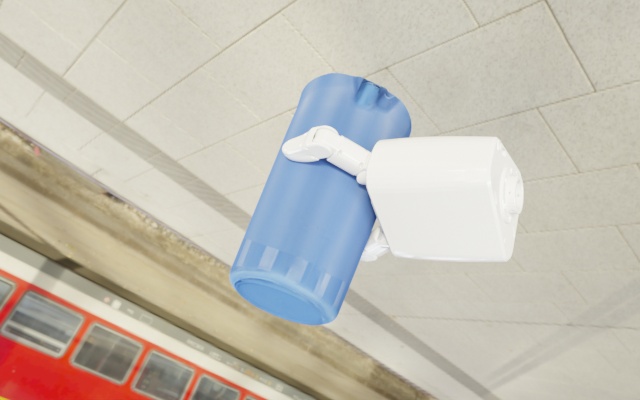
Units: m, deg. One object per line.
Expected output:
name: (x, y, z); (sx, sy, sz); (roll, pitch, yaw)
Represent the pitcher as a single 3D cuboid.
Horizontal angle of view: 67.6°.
pitcher: (0.000, 0.002, 0.504); (0.145, 0.242, 0.149); (0, -35, 35)
